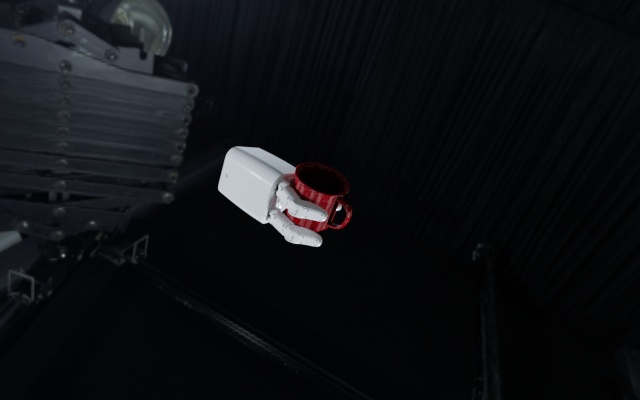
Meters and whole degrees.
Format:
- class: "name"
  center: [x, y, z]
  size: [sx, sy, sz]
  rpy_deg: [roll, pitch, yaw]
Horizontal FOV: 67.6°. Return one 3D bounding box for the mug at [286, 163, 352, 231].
- class: "mug"
  center: [0.001, 0.003, 0.788]
  size: [0.117, 0.081, 0.093]
  rpy_deg: [33, 33, 18]
